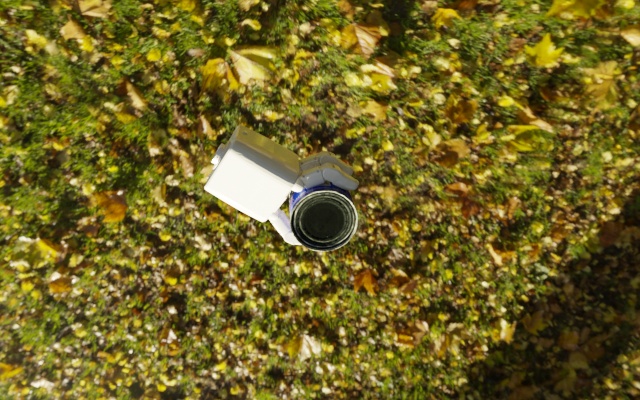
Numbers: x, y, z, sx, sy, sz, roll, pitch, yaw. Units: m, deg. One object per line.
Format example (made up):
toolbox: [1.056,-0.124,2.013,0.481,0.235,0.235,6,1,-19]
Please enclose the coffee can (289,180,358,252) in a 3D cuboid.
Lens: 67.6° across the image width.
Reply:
coffee can: [0.000,0.003,0.768,0.103,0.103,0.140,0,25,-5]
